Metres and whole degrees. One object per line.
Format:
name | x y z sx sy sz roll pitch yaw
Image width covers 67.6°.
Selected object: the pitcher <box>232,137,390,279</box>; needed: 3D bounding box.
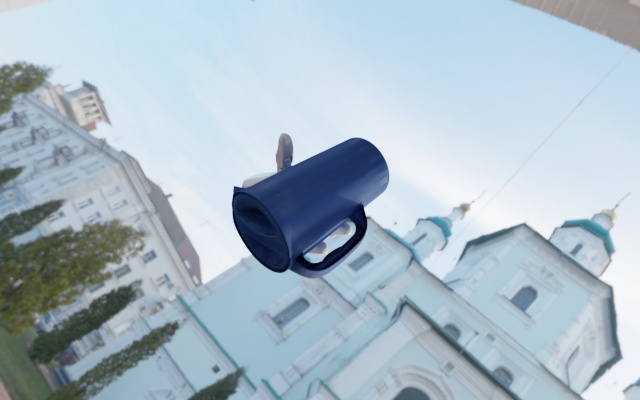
pitcher | 0.000 0.002 0.734 0.242 0.149 0.145 -32 21 -32
